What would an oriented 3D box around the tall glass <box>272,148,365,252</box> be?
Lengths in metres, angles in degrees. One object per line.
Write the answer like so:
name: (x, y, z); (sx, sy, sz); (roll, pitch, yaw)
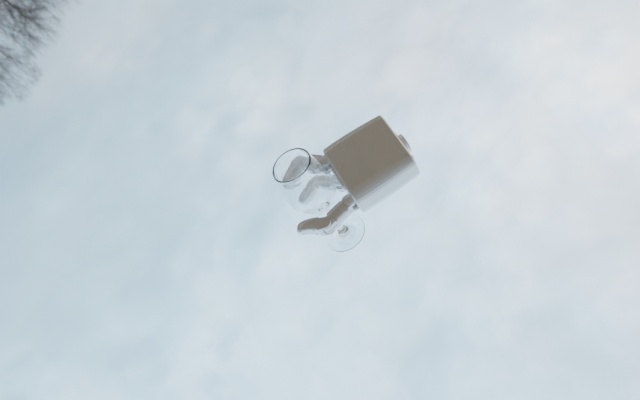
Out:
tall glass: (0.000, 0.003, 0.752); (0.079, 0.079, 0.201); (0, -32, 30)
